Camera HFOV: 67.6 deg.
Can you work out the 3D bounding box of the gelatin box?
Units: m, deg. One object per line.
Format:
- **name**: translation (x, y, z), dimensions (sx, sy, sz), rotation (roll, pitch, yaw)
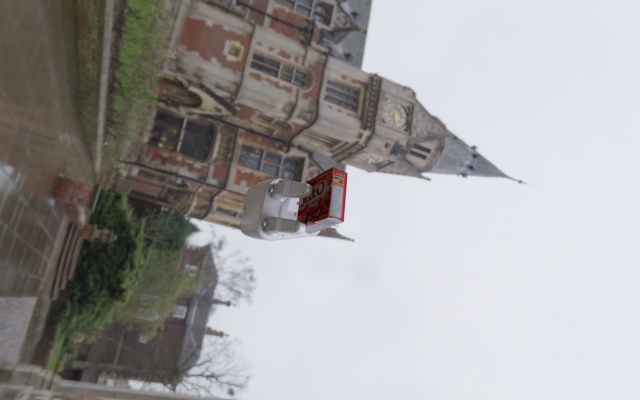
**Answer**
- **gelatin box**: translation (0.001, 0.002, 0.671), dimensions (0.030, 0.073, 0.089), rotation (18, -23, -29)
